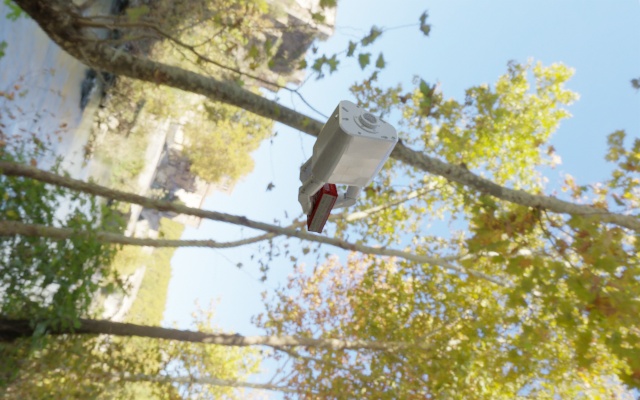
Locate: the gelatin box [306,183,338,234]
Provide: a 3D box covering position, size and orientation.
[{"bbox_3d":[0.000,0.003,0.859,0.030,0.089,0.073,14,31,-14],"label":"gelatin box"}]
